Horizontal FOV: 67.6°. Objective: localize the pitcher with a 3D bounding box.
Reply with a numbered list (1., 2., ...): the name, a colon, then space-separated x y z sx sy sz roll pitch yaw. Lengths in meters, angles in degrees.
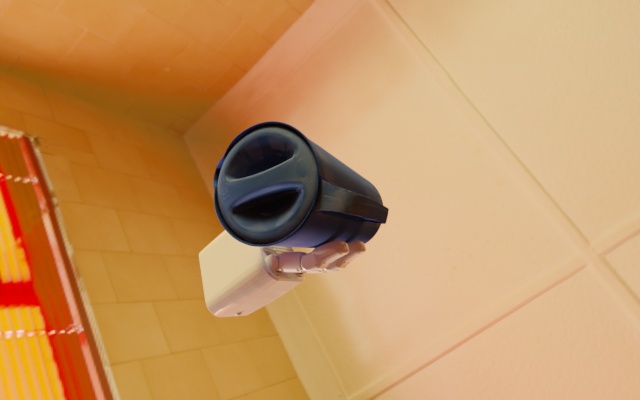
1. pitcher: 0.000 0.002 0.593 0.145 0.149 0.243 -37 -23 17
